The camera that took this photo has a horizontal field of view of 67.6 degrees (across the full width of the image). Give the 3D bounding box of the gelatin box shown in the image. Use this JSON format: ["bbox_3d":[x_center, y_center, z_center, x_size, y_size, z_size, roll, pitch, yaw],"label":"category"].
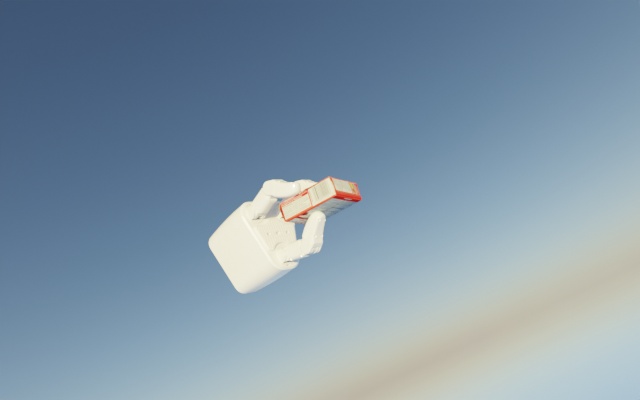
[{"bbox_3d":[0.001,0.002,0.649,0.089,0.030,0.073,-28,-19,27],"label":"gelatin box"}]
